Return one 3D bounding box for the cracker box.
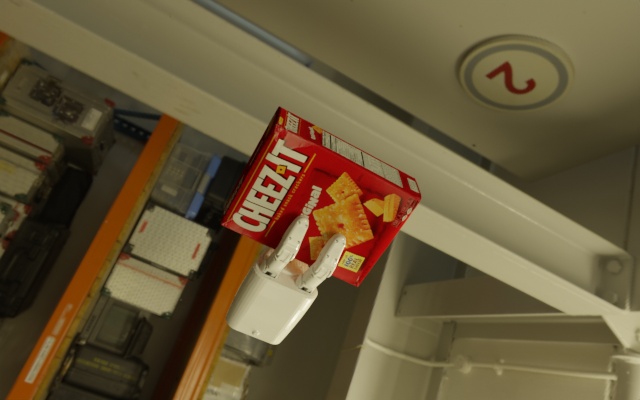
[{"bbox_3d":[0.000,0.002,0.637,0.214,0.164,0.072,26,25,-15],"label":"cracker box"}]
